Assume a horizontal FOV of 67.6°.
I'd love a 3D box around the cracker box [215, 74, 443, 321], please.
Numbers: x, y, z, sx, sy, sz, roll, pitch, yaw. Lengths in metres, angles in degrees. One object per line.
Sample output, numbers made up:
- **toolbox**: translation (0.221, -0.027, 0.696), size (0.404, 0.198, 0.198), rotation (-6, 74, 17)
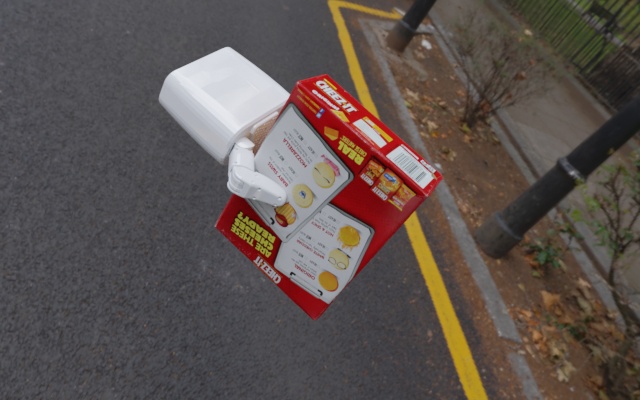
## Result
- **cracker box**: translation (0.000, 0.002, 0.516), size (0.164, 0.214, 0.072), rotation (42, 35, 9)
